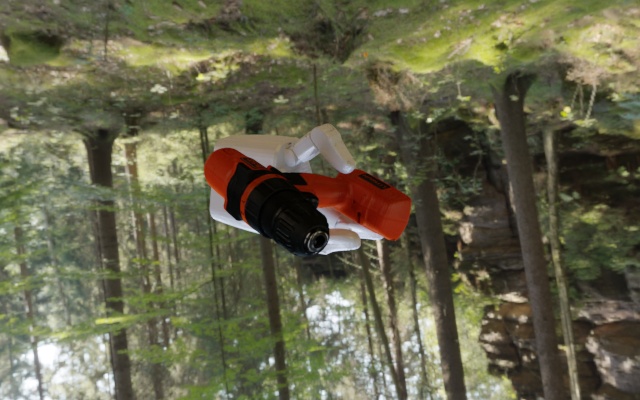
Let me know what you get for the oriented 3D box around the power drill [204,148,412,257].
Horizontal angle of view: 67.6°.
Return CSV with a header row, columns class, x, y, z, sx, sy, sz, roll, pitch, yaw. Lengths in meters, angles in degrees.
class,x,y,z,sx,sy,sz,roll,pitch,yaw
power drill,0.000,0.002,0.468,0.187,0.057,0.184,7,19,-39
